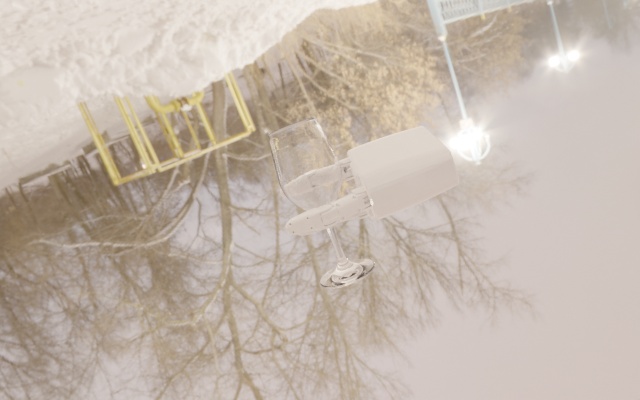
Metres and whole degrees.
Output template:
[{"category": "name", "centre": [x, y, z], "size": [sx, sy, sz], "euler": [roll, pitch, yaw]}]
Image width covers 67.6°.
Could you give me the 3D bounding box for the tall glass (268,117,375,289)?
[{"category": "tall glass", "centre": [0.000, 0.003, 0.587], "size": [0.079, 0.201, 0.079], "euler": [-20, 12, 4]}]
